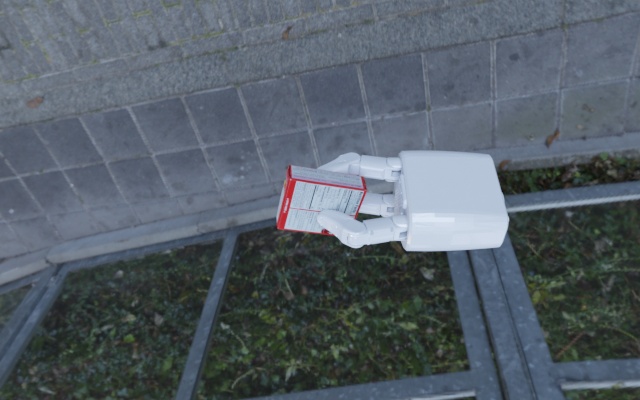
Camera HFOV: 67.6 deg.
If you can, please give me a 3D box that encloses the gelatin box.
[{"bbox_3d":[0.000,0.002,0.539,0.089,0.073,0.030,7,38,-13],"label":"gelatin box"}]
